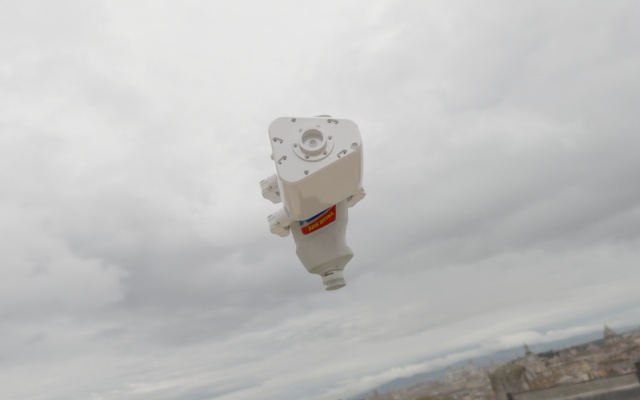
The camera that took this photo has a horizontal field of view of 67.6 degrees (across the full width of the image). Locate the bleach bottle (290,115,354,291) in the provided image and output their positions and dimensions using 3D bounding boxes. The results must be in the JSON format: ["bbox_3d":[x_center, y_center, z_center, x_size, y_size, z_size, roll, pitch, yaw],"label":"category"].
[{"bbox_3d":[0.000,0.002,0.684,0.102,0.250,0.068,-13,-23,-3],"label":"bleach bottle"}]
